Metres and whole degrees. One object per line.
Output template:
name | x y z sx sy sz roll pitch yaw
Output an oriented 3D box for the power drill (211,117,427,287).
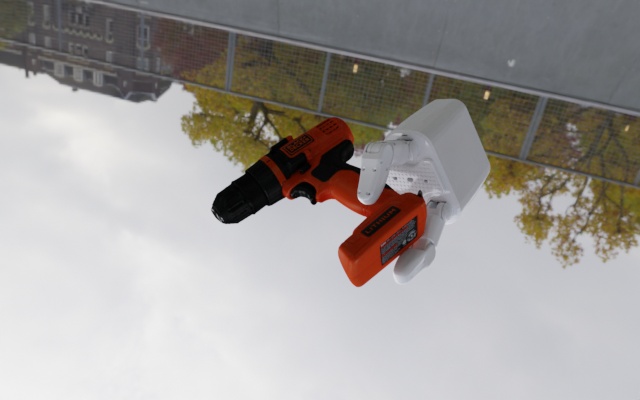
power drill | 0.001 0.002 0.497 0.184 0.057 0.187 -37 54 -16
